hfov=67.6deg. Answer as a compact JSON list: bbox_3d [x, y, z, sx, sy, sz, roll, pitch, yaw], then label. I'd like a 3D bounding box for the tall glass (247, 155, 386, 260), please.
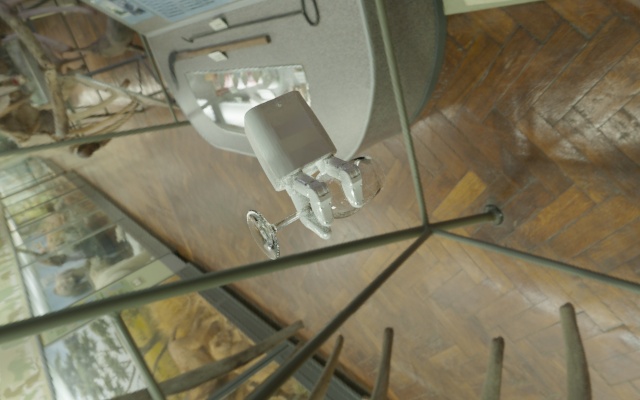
[{"bbox_3d":[0.000,0.003,0.675,0.201,0.079,0.079,-29,14,-28],"label":"tall glass"}]
